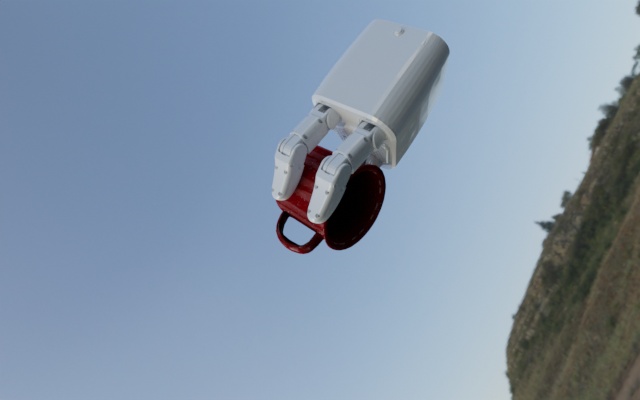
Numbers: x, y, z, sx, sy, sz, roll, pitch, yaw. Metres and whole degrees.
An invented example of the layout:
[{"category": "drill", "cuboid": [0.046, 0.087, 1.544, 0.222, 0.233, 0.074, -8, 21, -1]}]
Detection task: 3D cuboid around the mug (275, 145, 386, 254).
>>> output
[{"category": "mug", "cuboid": [-0.001, 0.003, 0.490, 0.081, 0.117, 0.093, 29, -12, 35]}]
